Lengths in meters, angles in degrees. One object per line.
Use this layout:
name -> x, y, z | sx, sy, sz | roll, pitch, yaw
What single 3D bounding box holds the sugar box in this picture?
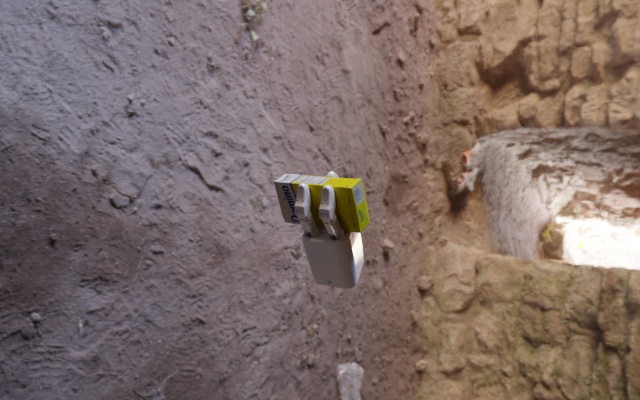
sugar box -> 0.000, 0.003, 0.887 | 0.176, 0.093, 0.048 | 4, 28, 34
